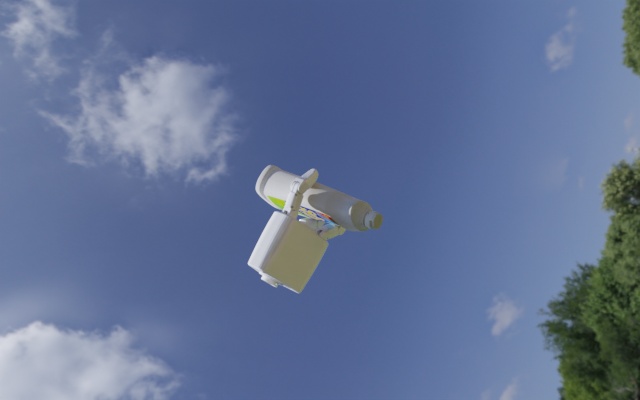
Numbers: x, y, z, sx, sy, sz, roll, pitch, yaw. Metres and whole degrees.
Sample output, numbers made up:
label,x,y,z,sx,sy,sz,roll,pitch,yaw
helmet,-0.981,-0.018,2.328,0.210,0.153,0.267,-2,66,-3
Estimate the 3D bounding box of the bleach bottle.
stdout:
label,x,y,z,sx,sy,sz,roll,pitch,yaw
bleach bottle,0.000,0.003,0.878,0.251,0.068,0.103,17,-18,39
